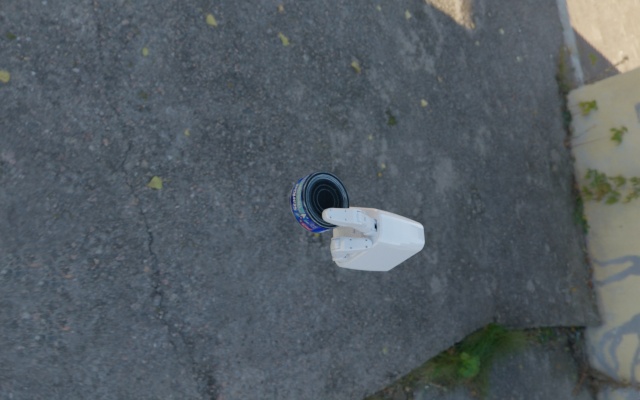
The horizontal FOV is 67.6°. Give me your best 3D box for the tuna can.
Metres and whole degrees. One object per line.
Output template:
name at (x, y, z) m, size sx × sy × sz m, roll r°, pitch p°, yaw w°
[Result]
tuna can at (0.000, 0.002, 0.683) m, size 0.086 × 0.086 × 0.034 m, roll 0°, pitch -12°, yaw -37°
